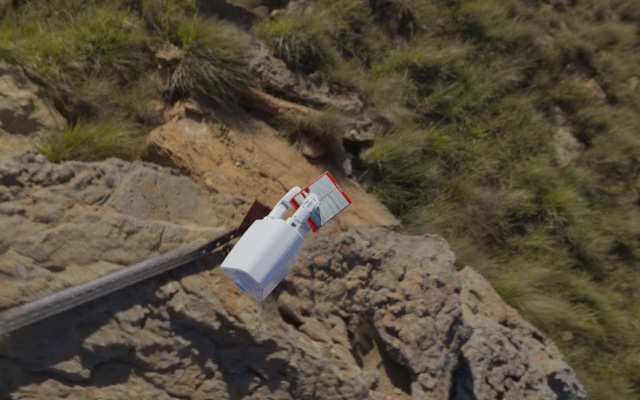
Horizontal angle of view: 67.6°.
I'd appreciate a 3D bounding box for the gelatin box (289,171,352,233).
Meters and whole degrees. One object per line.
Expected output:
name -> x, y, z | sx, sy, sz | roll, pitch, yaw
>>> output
gelatin box -> 0.001, 0.002, 0.858 | 0.089, 0.073, 0.030 | -37, -3, -22
